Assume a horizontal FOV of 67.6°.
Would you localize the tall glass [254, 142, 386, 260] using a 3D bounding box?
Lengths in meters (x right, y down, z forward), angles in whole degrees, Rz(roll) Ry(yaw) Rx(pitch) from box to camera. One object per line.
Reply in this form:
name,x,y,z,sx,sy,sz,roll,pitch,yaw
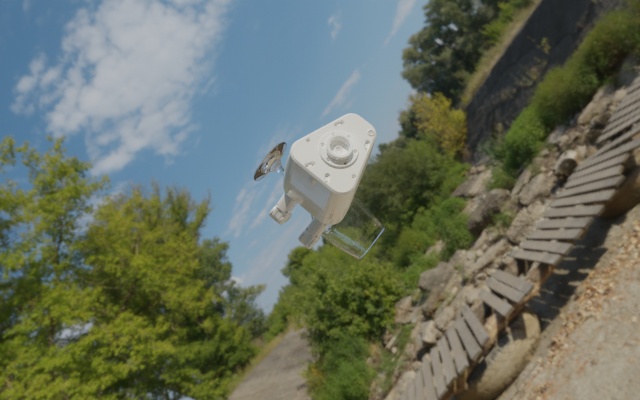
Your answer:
tall glass,0.000,0.002,0.711,0.201,0.079,0.079,39,6,8
